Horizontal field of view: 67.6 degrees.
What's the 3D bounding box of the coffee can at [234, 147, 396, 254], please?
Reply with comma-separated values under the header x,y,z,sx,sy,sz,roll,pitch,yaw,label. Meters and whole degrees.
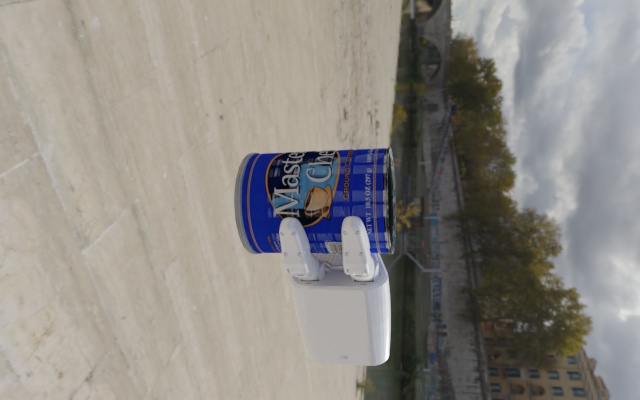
x,y,z,sx,sy,sz,roll,pitch,yaw,label
0.000,0.001,0.470,0.140,0.103,0.103,-1,0,13,coffee can
